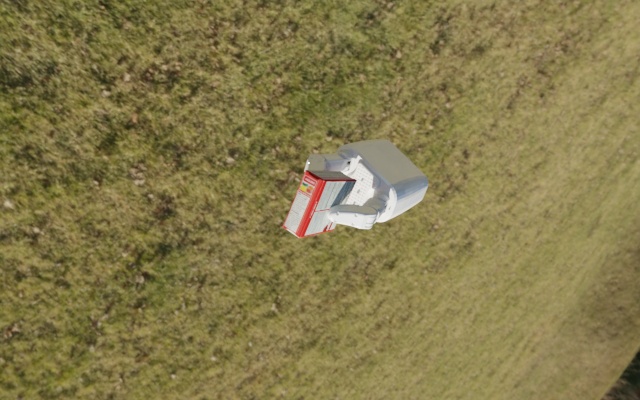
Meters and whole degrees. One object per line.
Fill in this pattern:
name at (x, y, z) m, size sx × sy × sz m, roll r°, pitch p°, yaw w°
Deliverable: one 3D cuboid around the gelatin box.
gelatin box at (0.000, 0.002, 0.567) m, size 0.030 × 0.073 × 0.089 m, roll 30°, pitch 17°, yaw 24°
